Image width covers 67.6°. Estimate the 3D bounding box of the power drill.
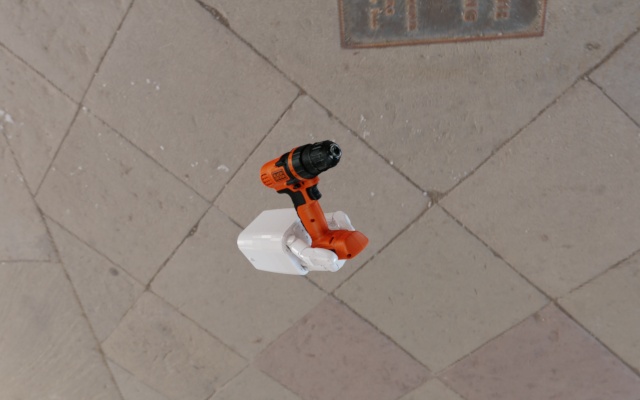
[{"bbox_3d":[0.000,0.003,0.744,0.057,0.188,0.184,-36,14,-34],"label":"power drill"}]
